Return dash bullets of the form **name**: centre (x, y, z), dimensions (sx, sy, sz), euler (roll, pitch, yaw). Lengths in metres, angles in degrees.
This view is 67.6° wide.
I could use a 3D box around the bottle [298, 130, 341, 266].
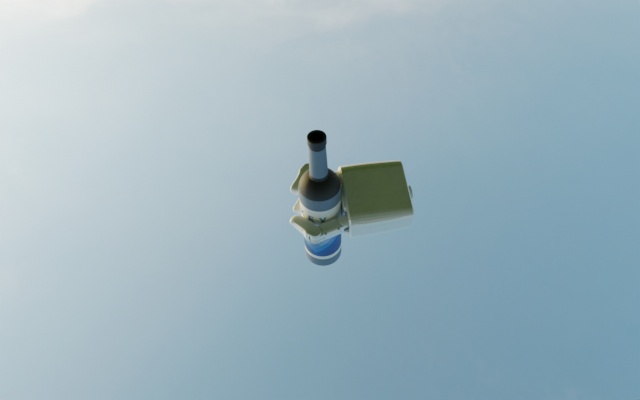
- **bottle**: centre (0.000, 0.003, 0.769), dimensions (0.069, 0.069, 0.296), euler (0, -38, 3)
